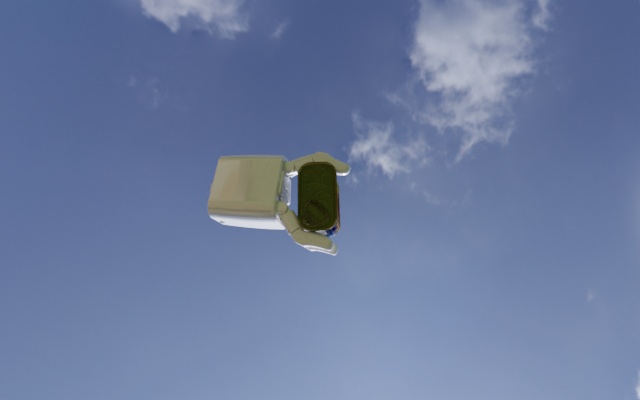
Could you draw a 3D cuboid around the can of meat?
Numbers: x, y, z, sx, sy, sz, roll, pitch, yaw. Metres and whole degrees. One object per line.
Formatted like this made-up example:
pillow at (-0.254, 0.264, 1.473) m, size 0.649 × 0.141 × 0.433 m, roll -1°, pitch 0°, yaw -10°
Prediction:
can of meat at (0.000, 0.002, 0.724) m, size 0.057 × 0.102 × 0.084 m, roll -2°, pitch -14°, yaw 7°
